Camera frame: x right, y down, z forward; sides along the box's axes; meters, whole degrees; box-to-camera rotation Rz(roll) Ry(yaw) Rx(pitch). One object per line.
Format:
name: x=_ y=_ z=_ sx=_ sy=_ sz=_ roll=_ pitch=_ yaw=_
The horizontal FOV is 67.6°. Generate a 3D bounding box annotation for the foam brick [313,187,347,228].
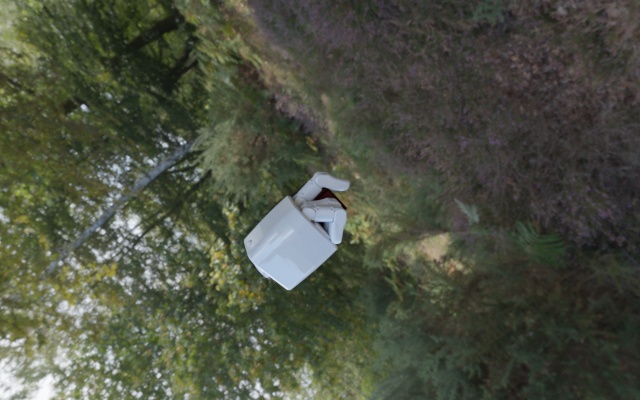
foam brick: x=0.000 y=0.003 z=0.811 sx=0.053 sy=0.051 sz=0.078 roll=46 pitch=1 yaw=-23
